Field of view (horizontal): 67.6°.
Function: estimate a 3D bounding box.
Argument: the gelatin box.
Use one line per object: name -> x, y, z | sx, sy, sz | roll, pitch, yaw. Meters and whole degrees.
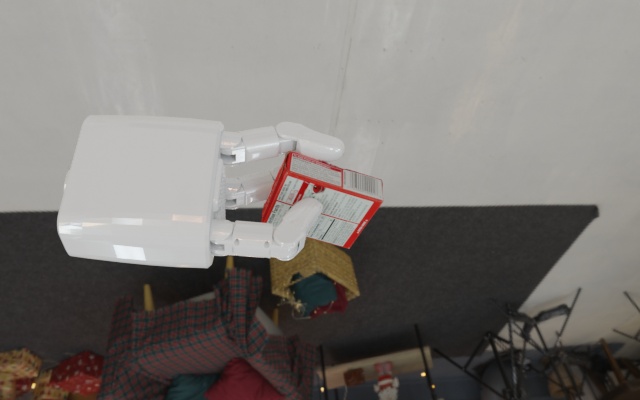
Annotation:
gelatin box -> 0.000, 0.002, 0.420 | 0.089, 0.030, 0.073 | 17, -44, -13
